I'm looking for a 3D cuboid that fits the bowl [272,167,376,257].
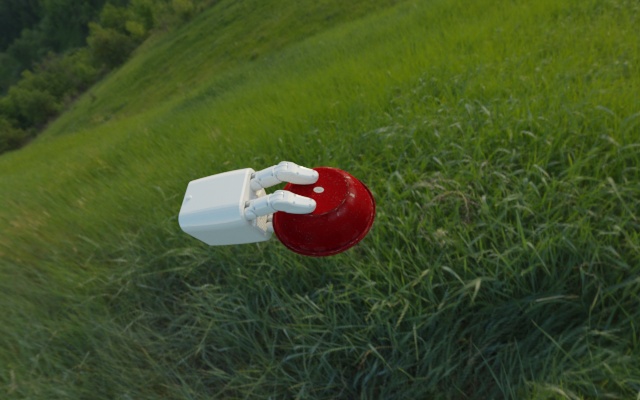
[{"bbox_3d":[0.001,0.002,0.713,0.162,0.162,0.055,0,-38,12],"label":"bowl"}]
